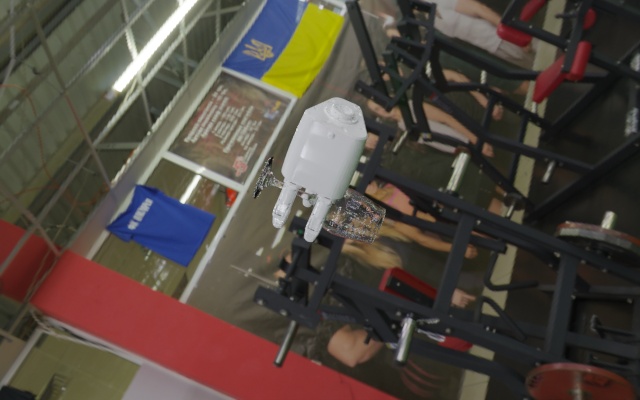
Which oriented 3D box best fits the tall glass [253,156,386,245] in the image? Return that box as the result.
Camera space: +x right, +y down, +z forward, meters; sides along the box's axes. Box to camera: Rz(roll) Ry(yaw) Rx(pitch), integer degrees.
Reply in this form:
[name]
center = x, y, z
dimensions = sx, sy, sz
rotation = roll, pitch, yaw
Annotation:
[tall glass]
center = -0.001, 0.002, 0.757
dimensions = 0.201, 0.079, 0.079
rotation = 24, 0, 1
